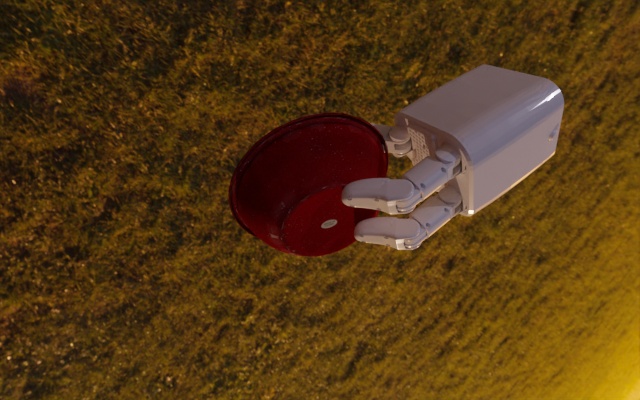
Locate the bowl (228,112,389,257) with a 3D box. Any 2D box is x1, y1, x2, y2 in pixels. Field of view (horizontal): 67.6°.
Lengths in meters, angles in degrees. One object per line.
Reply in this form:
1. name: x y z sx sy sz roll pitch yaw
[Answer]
1. bowl: -0.001 0.002 0.441 0.162 0.162 0.055 0 43 -27
